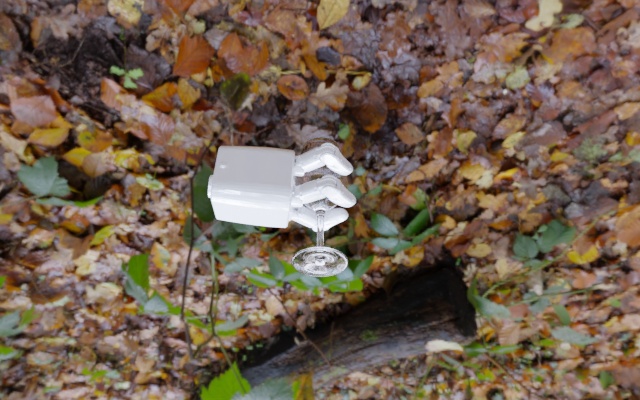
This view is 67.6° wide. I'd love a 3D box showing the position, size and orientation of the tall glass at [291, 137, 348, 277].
[{"bbox_3d":[0.000,0.003,0.680,0.079,0.200,0.079,1,-37,1],"label":"tall glass"}]
